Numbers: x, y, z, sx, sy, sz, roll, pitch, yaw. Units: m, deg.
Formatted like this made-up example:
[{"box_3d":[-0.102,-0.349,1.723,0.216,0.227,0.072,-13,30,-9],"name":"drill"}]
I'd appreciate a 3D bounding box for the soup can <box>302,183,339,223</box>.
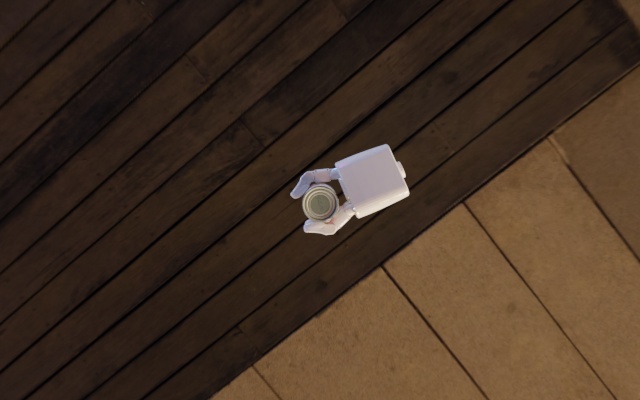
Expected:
[{"box_3d":[0.000,0.003,0.898,0.068,0.068,0.102,0,5,0],"name":"soup can"}]
